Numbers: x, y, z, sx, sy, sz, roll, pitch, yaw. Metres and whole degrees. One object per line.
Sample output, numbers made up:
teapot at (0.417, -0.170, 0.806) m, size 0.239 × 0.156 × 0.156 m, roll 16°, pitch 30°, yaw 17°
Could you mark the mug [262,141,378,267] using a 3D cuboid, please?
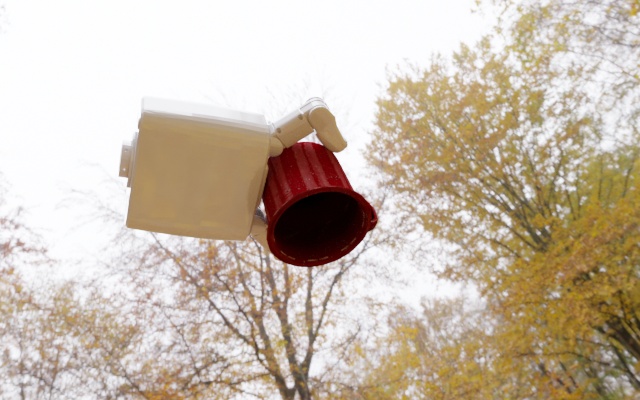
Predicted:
mug at (0.001, 0.001, 0.441) m, size 0.117 × 0.093 × 0.081 m, roll 9°, pitch 36°, yaw -26°
